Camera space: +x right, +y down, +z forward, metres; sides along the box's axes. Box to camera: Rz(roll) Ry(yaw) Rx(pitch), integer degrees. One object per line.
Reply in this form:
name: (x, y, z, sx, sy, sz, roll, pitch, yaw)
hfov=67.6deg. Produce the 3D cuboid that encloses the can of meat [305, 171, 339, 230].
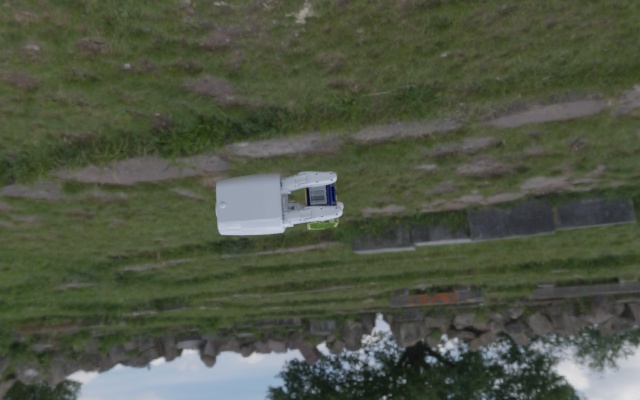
can of meat: (0.000, 0.003, 0.805, 0.057, 0.084, 0.102, -4, -9, -1)
